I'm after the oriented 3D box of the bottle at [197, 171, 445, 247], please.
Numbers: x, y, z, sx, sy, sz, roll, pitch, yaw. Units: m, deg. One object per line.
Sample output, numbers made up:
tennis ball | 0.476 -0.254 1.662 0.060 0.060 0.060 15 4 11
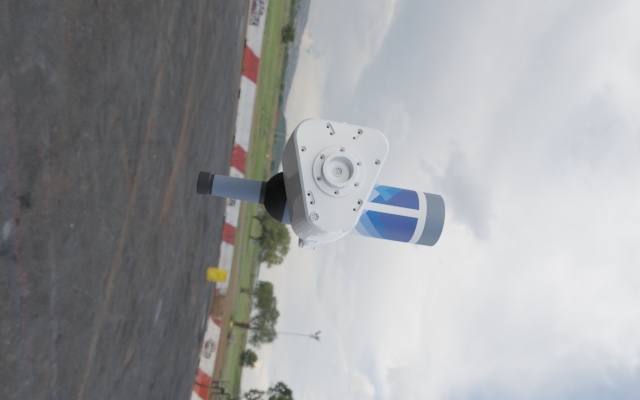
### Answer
bottle | 0.000 0.002 0.583 0.296 0.069 0.069 9 -1 -7
